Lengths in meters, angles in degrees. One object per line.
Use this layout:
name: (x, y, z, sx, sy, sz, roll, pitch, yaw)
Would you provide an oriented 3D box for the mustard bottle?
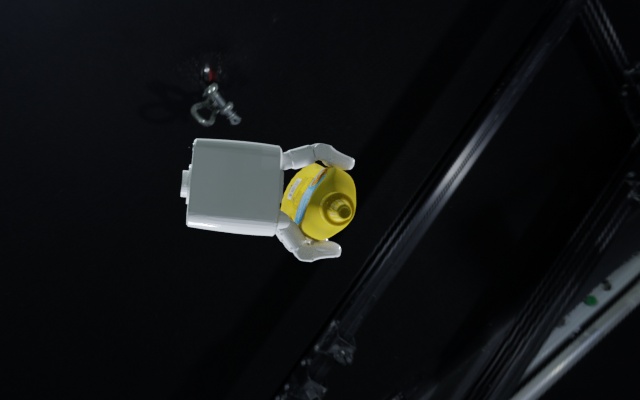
mustard bottle: (0.000, 0.002, 0.620, 0.058, 0.096, 0.191, 31, -3, -17)
